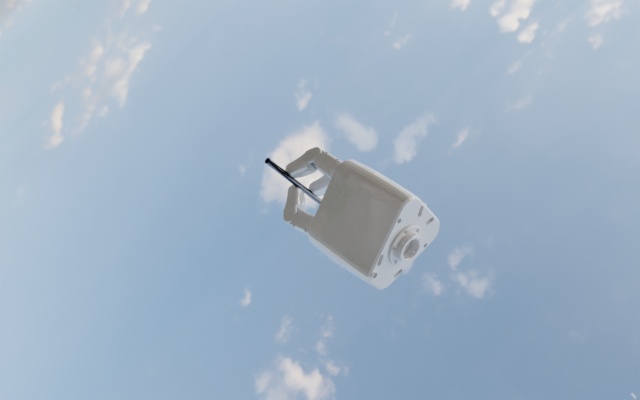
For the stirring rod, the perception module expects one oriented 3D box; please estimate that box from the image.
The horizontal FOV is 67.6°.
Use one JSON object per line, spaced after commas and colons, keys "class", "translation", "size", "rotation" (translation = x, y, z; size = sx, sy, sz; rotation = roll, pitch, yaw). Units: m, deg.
{"class": "stirring rod", "translation": [0.000, 0.002, 0.669], "size": [0.011, 0.011, 0.240], "rotation": [0, -25, 36]}
